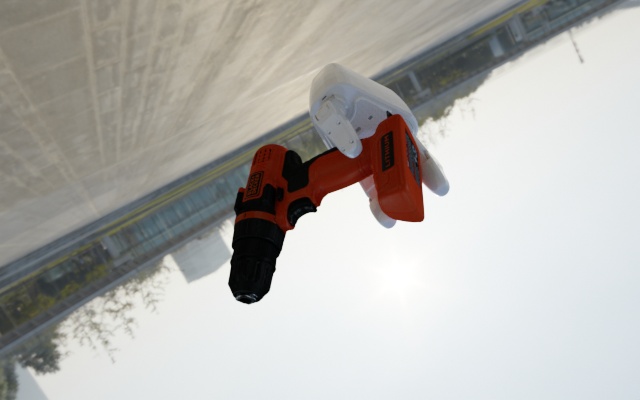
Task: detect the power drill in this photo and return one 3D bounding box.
[{"bbox_3d":[0.001,0.001,0.453,0.187,0.184,0.057,-14,-41,23],"label":"power drill"}]
